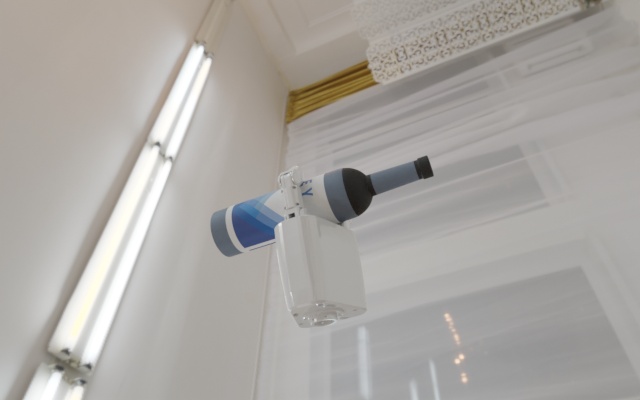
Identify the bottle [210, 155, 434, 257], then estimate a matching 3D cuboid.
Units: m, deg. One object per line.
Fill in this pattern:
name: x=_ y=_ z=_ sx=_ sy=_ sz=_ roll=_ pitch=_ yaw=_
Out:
bottle: x=0.000 y=0.002 z=0.623 sx=0.296 sy=0.069 sz=0.069 roll=-18 pitch=-5 yaw=16
